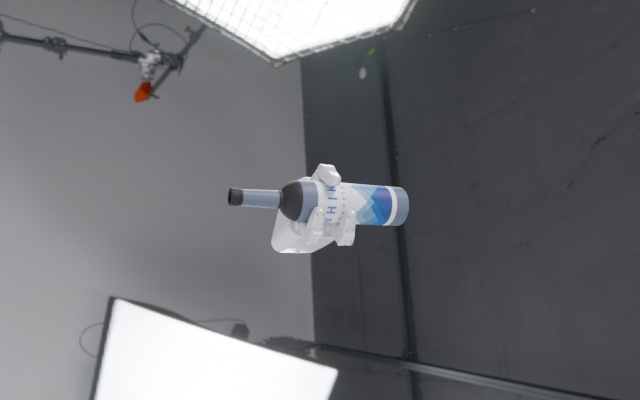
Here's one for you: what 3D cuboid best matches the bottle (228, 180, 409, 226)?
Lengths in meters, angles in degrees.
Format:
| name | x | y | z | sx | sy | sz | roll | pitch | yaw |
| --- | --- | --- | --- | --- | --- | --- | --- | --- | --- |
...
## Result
| name | x | y | z | sx | sy | sz | roll | pitch | yaw |
| --- | --- | --- | --- | --- | --- | --- | --- | --- | --- |
| bottle | 0.000 | 0.002 | 0.764 | 0.296 | 0.069 | 0.069 | 3 | -1 | -24 |
